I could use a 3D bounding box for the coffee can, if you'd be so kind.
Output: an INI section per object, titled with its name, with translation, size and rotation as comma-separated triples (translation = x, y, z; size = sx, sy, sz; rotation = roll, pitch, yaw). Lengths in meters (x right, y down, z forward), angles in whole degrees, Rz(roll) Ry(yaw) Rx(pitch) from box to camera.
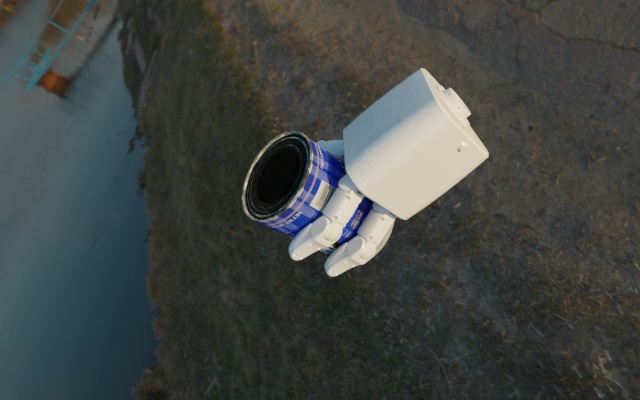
[coffee can]
translation = 0.000, 0.002, 0.528
size = 0.103, 0.102, 0.140
rotation = 0, -23, 47
